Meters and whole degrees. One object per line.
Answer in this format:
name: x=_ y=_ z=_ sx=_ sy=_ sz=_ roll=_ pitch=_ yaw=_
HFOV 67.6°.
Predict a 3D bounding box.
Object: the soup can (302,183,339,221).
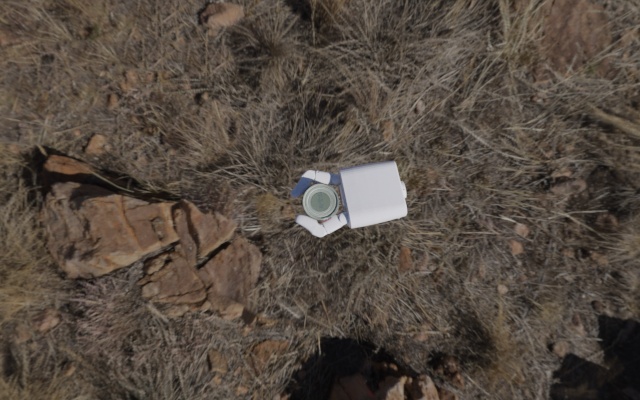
soup can: x=0.000 y=0.003 z=0.888 sx=0.068 sy=0.068 sz=0.102 roll=0 pitch=0 yaw=-1
